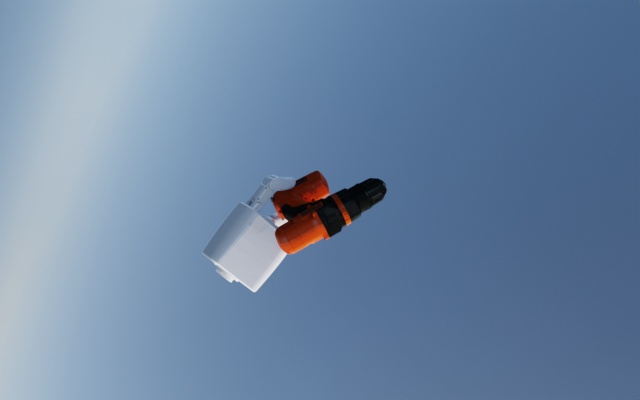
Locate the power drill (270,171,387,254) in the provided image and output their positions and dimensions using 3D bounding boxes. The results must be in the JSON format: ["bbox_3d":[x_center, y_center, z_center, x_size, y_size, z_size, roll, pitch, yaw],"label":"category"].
[{"bbox_3d":[0.000,0.003,0.779,0.184,0.057,0.187,-28,18,-7],"label":"power drill"}]
